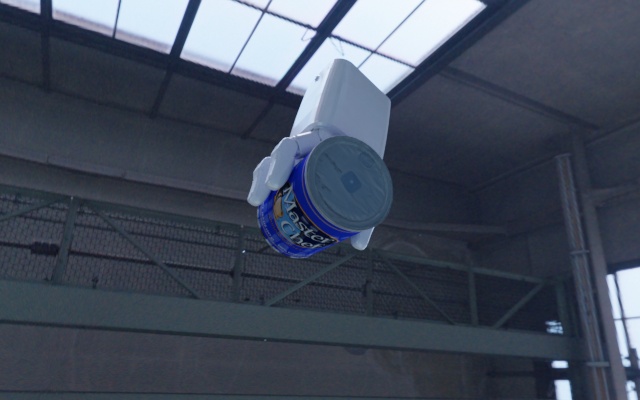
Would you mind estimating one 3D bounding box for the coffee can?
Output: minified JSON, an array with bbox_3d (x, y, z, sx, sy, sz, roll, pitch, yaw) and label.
[{"bbox_3d":[0.000,0.002,0.542,0.103,0.102,0.140,0,-18,-29],"label":"coffee can"}]
